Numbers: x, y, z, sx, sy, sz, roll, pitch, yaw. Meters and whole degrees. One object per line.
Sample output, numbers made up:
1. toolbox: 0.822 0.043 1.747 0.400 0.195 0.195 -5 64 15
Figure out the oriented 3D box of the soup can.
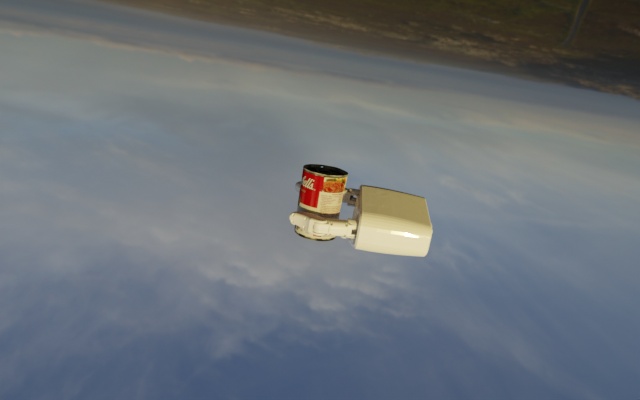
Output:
1. soup can: 0.000 0.003 0.720 0.068 0.102 0.068 9 16 -2
